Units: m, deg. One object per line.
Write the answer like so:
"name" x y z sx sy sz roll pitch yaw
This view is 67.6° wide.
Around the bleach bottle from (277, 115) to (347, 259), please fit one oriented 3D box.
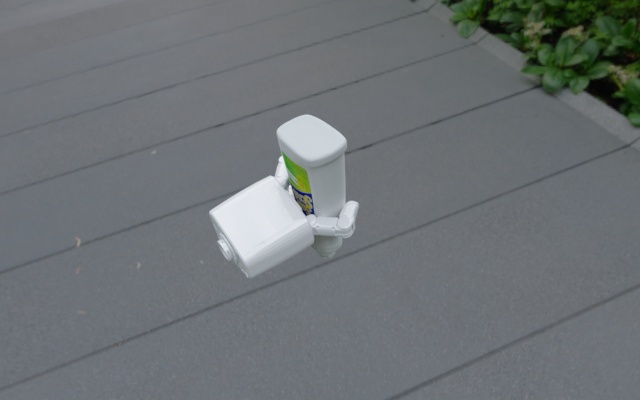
"bleach bottle" 0.000 0.002 0.708 0.068 0.251 0.102 -30 48 -20
